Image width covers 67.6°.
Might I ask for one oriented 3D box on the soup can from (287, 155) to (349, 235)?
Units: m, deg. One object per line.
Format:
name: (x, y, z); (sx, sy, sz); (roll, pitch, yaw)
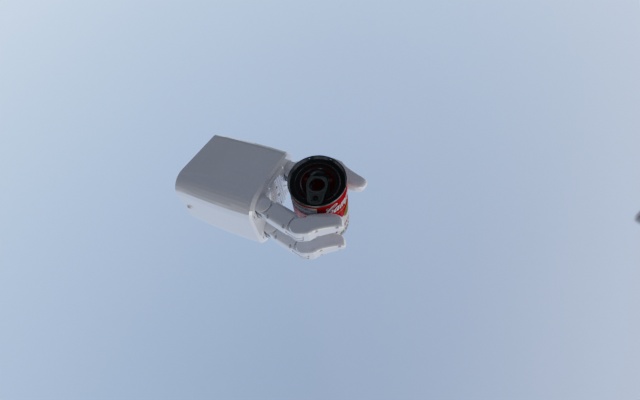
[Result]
soup can: (0.001, 0.002, 0.577); (0.068, 0.068, 0.102); (0, -29, 5)
